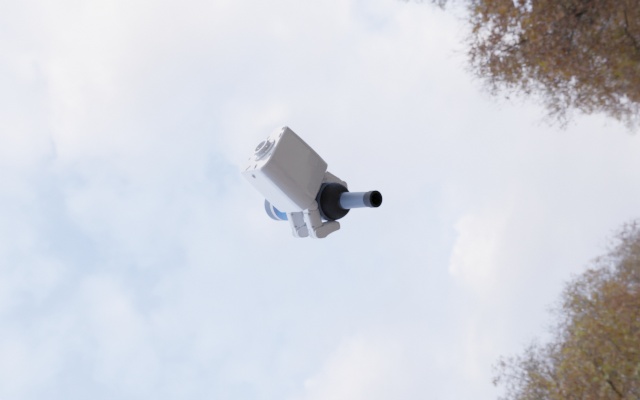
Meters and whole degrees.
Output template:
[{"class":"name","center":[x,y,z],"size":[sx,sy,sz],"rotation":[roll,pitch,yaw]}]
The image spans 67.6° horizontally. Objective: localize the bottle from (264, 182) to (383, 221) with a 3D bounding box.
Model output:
[{"class":"bottle","center":[0.000,0.003,0.849],"size":[0.069,0.069,0.296],"rotation":[0,-2,-36]}]
